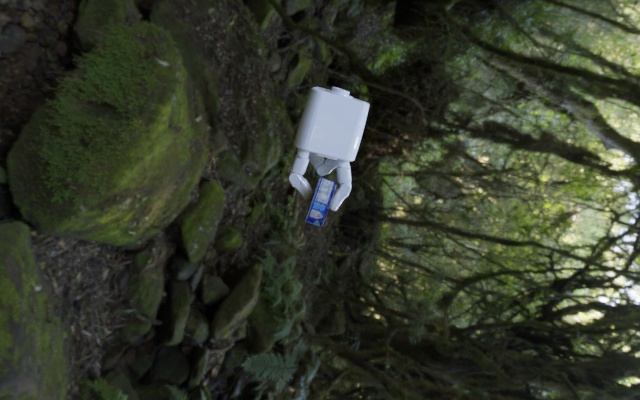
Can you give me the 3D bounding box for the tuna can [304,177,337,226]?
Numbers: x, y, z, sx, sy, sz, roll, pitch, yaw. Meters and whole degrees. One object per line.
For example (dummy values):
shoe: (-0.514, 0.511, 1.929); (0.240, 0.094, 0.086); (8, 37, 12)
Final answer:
tuna can: (0.001, 0.003, 0.862); (0.034, 0.086, 0.086); (19, -1, -1)
